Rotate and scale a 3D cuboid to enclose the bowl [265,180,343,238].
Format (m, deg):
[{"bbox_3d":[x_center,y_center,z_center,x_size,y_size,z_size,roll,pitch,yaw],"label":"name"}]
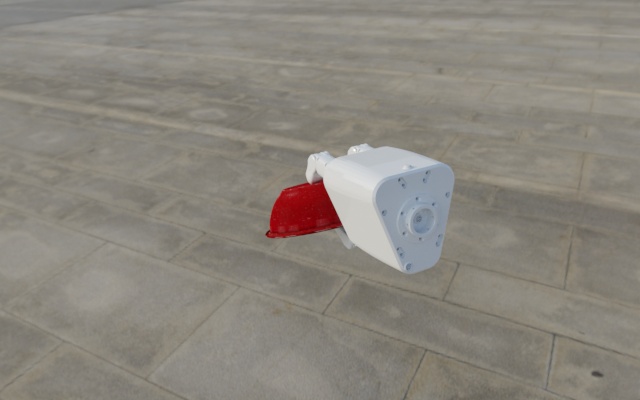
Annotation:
[{"bbox_3d":[-0.001,0.002,0.631,0.162,0.055,0.162,-13,5,1],"label":"bowl"}]
